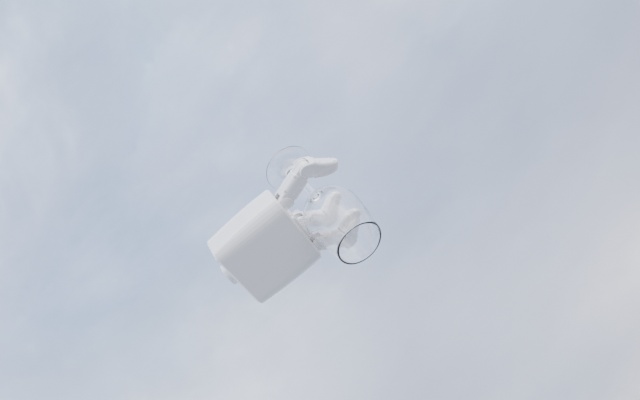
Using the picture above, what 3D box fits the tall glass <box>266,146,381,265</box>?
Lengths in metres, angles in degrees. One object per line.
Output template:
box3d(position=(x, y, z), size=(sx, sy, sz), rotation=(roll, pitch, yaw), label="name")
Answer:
box3d(position=(0.000, 0.002, 0.639), size=(0.079, 0.079, 0.201), rotation=(0, 30, -33), label="tall glass")
